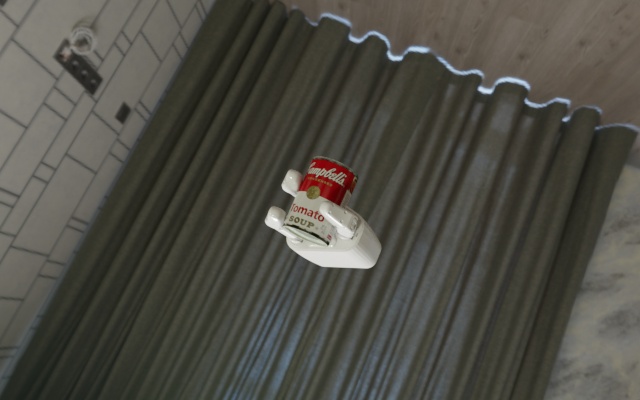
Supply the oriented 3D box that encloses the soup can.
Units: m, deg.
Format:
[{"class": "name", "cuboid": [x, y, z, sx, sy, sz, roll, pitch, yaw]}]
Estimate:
[{"class": "soup can", "cuboid": [0.000, 0.002, 0.632, 0.068, 0.102, 0.068, 23, -13, 6]}]
